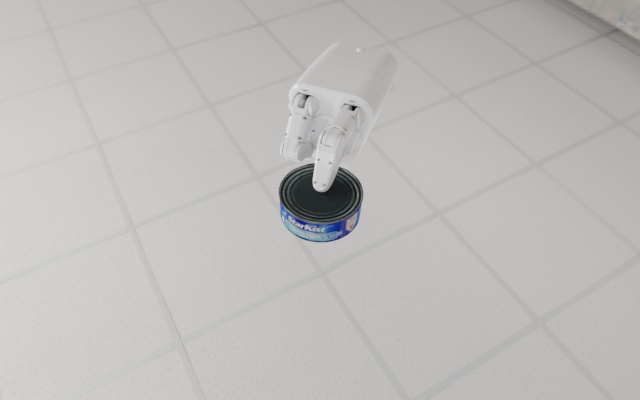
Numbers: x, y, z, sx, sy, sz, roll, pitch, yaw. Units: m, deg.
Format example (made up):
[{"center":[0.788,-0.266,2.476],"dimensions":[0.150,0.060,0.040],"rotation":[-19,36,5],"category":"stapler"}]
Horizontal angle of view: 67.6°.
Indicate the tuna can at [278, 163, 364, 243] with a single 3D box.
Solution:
[{"center":[0.000,0.002,0.492],"dimensions":[0.086,0.086,0.034],"rotation":[0,-44,-3],"category":"tuna can"}]
